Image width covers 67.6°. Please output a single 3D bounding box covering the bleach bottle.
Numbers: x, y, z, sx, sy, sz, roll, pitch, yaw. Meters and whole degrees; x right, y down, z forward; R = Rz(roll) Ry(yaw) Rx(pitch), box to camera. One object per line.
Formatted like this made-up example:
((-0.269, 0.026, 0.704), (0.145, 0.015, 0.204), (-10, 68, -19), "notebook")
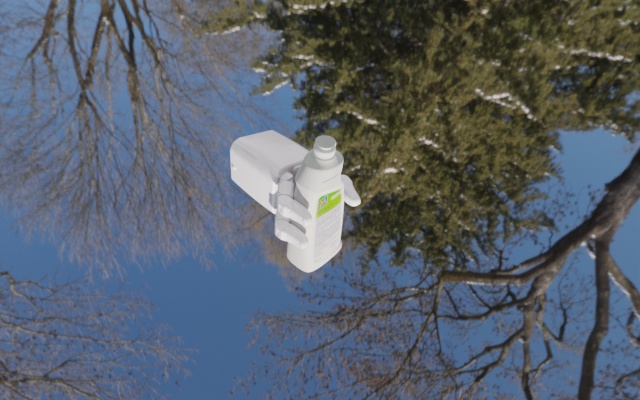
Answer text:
((0.000, 0.003, 0.746), (0.068, 0.251, 0.102), (35, 51, 24), "bleach bottle")
